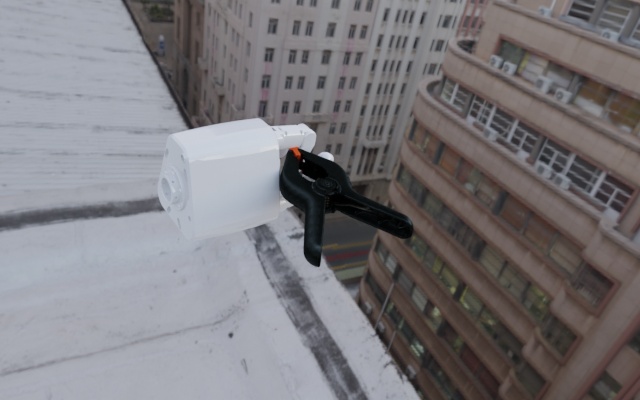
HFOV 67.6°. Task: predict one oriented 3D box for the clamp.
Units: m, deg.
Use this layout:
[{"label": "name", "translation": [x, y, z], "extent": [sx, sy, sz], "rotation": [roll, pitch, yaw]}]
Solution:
[{"label": "clamp", "translation": [0.000, 0.001, 0.500], "extent": [0.120, 0.039, 0.171], "rotation": [-16, 42, -37]}]
